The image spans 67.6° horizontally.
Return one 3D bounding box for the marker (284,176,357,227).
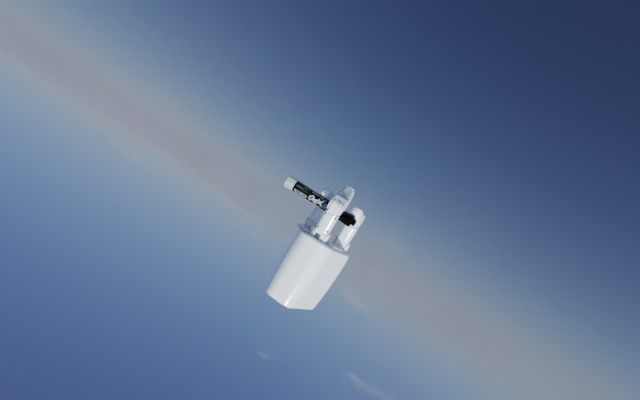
[{"bbox_3d":[0.000,0.002,0.705,0.121,0.020,0.020,32,6,10],"label":"marker"}]
